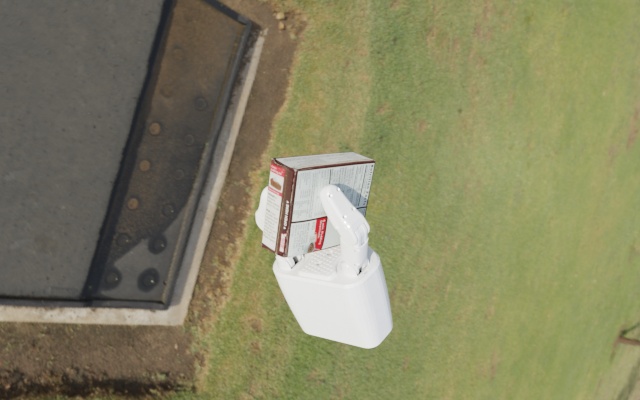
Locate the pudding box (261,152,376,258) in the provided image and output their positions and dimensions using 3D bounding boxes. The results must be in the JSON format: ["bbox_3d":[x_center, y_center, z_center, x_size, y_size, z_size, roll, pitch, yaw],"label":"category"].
[{"bbox_3d":[0.000,0.002,0.469,0.039,0.090,0.113,23,23,40],"label":"pudding box"}]
